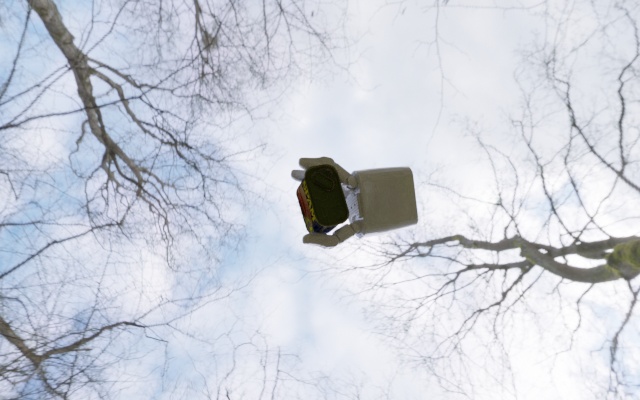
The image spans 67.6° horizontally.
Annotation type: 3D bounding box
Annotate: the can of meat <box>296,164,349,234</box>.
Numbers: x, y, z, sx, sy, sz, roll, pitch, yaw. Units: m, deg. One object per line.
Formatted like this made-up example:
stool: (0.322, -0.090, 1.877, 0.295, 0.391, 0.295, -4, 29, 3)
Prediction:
can of meat: (0.000, 0.003, 0.794, 0.057, 0.102, 0.084, -12, -13, -18)
